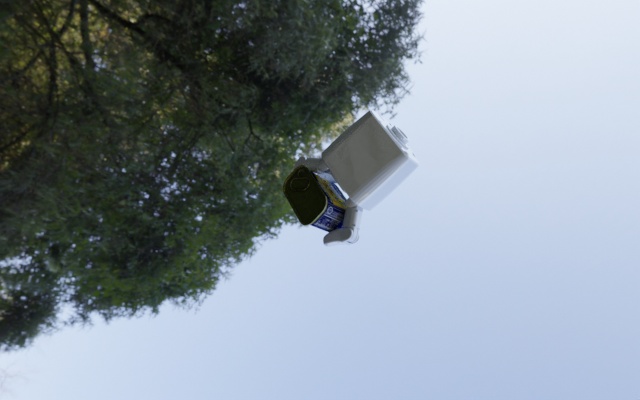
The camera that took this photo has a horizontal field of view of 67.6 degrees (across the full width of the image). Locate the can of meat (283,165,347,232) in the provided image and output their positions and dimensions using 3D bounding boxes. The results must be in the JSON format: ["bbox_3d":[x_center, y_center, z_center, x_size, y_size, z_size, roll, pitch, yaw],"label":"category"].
[{"bbox_3d":[0.000,0.003,0.751,0.084,0.057,0.102,24,26,-46],"label":"can of meat"}]
